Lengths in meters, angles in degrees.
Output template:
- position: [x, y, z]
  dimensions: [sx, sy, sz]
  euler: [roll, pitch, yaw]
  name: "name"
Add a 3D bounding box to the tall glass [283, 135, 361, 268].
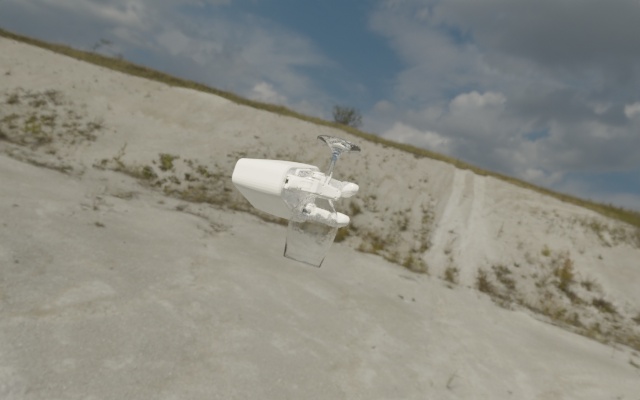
- position: [0.000, 0.002, 0.761]
  dimensions: [0.079, 0.201, 0.079]
  euler: [17, -7, 2]
  name: "tall glass"
